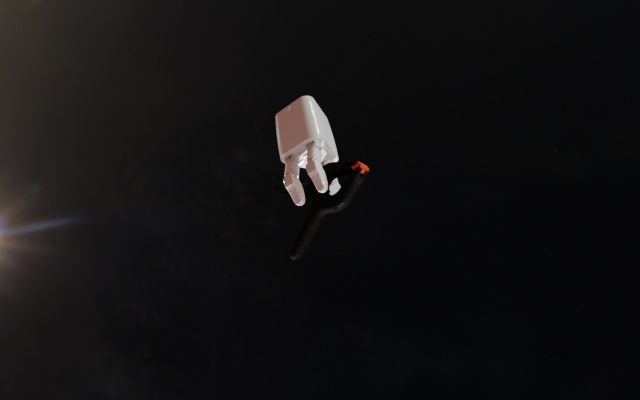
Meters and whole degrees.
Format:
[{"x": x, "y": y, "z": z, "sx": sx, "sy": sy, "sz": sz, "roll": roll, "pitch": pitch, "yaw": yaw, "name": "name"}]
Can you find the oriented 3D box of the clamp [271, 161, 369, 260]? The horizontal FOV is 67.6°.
[{"x": 0.001, "y": 0.003, "z": 0.866, "sx": 0.210, "sy": 0.164, "sz": 0.036, "roll": -28, "pitch": -29, "yaw": 29, "name": "clamp"}]
